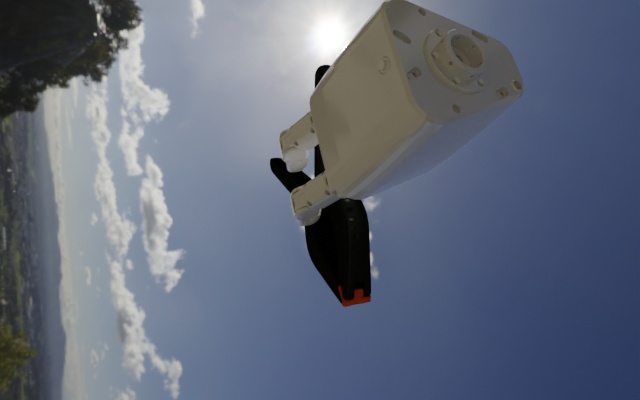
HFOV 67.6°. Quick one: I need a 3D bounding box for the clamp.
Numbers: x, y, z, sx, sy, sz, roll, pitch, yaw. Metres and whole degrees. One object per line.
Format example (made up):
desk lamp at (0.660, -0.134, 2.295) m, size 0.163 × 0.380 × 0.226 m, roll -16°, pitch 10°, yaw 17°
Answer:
clamp at (0.001, 0.002, 0.465) m, size 0.036 × 0.210 × 0.165 m, roll -5°, pitch -20°, yaw -26°
